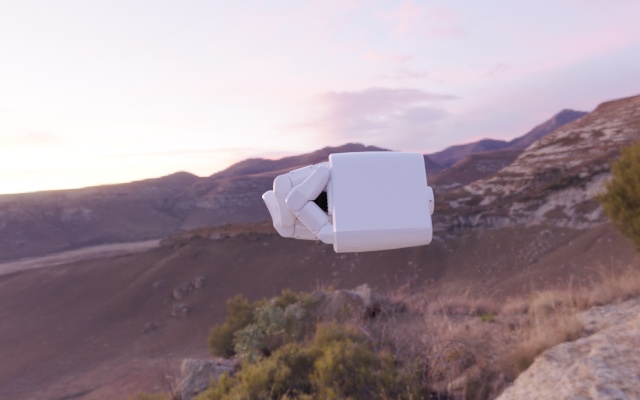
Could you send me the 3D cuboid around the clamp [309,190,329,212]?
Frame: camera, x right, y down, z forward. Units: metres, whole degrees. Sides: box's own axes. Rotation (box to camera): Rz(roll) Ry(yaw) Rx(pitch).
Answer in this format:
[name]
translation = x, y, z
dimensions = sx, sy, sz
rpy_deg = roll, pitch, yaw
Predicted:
[clamp]
translation = 0.000, 0.001, 0.642
dimensions = 0.120, 0.039, 0.171
rpy_deg = -2, 1, 1
